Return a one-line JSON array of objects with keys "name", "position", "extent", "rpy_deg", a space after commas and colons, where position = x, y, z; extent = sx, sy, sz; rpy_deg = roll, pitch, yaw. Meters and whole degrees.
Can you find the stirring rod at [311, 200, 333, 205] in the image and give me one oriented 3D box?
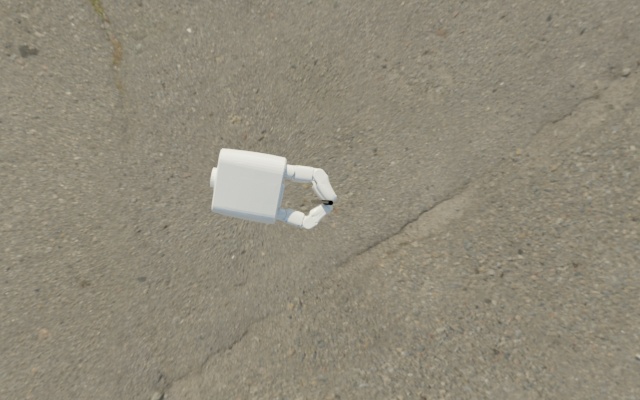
[{"name": "stirring rod", "position": [0.000, 0.003, 0.861], "extent": [0.011, 0.011, 0.239], "rpy_deg": [0, 0, -8]}]
